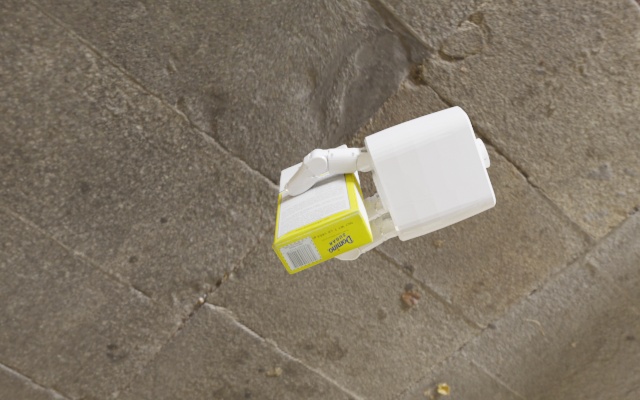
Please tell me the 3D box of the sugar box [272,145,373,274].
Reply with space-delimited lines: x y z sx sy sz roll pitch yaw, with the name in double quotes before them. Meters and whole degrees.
"sugar box" 0.000 0.002 0.533 0.093 0.048 0.176 -22 23 10
